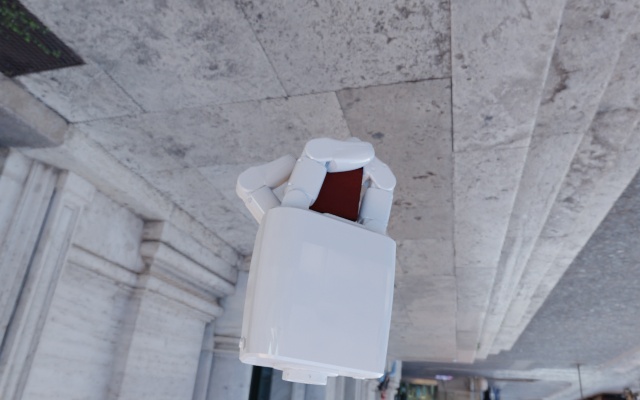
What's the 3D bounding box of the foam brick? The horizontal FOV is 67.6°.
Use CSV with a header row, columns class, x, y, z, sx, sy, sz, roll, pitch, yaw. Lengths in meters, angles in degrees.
class,x,y,z,sx,sy,sz,roll,pitch,yaw
foam brick,0.000,0.001,0.425,0.053,0.051,0.078,13,-24,-9
